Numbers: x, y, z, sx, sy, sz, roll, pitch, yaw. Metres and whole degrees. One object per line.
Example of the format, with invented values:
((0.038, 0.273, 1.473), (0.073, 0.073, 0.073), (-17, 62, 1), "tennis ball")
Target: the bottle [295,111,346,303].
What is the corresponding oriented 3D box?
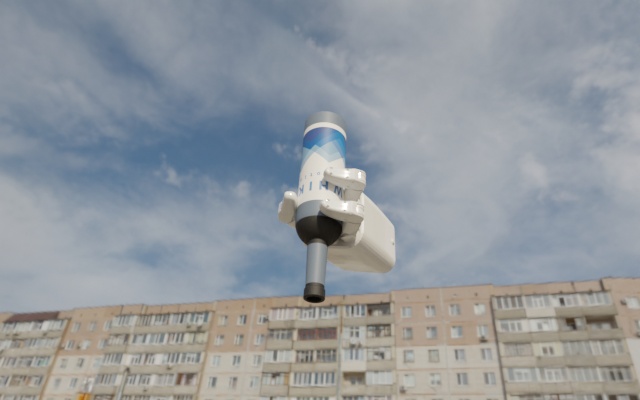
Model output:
((0.000, 0.002, 0.678), (0.069, 0.295, 0.069), (3, -34, 2), "bottle")
